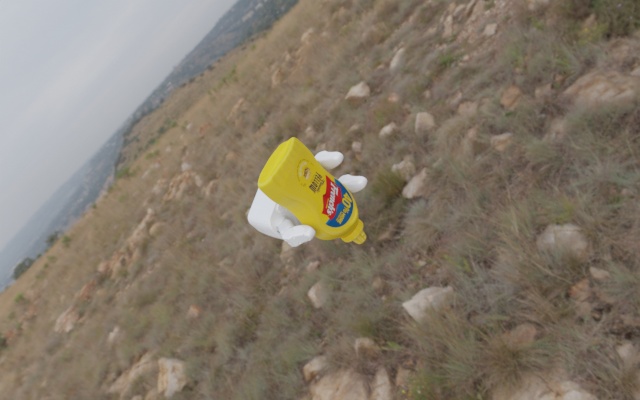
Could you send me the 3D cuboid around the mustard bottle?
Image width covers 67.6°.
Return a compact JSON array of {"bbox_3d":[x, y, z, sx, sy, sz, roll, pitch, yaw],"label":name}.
[{"bbox_3d":[0.000,0.002,0.709,0.192,0.096,0.058,43,-42,-23],"label":"mustard bottle"}]
